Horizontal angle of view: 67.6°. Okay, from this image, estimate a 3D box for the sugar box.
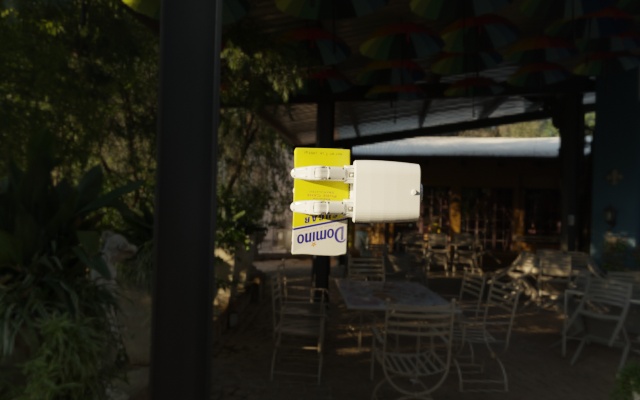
[{"bbox_3d":[0.000,0.003,0.800,0.093,0.176,0.048,1,-1,-3],"label":"sugar box"}]
